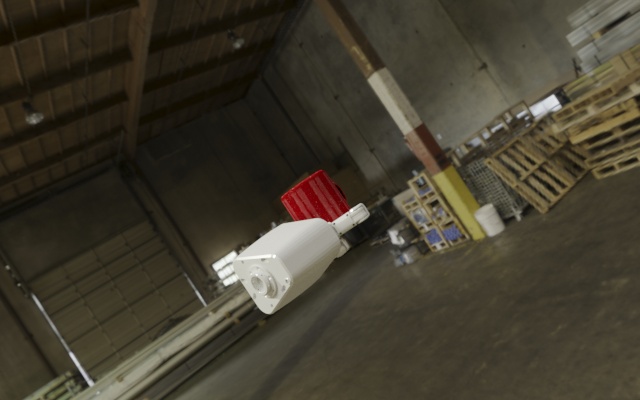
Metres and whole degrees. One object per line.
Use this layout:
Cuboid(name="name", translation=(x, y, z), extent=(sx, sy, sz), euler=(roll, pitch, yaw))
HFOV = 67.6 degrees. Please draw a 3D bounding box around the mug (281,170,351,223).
Cuboid(name="mug", translation=(0.001, 0.002, 0.743), extent=(0.093, 0.081, 0.117), euler=(-34, 0, 42))
